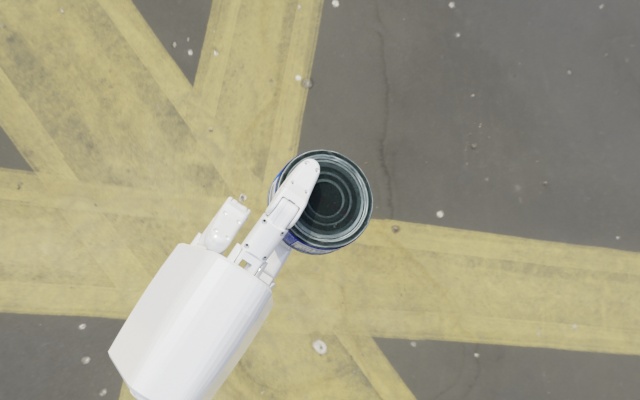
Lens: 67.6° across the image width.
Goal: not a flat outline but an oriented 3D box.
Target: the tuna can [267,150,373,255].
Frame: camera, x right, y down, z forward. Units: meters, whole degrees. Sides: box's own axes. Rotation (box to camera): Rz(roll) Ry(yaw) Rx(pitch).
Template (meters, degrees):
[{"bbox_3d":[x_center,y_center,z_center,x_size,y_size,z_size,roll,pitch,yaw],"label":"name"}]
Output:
[{"bbox_3d":[0.000,0.001,0.402,0.086,0.086,0.034,0,-13,-18],"label":"tuna can"}]
